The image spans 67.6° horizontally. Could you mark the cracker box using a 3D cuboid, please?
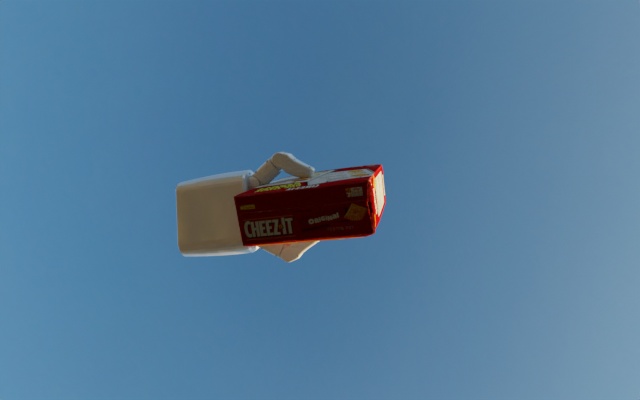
[{"bbox_3d":[0.000,0.002,0.649,0.164,0.072,0.213,-7,8,12],"label":"cracker box"}]
